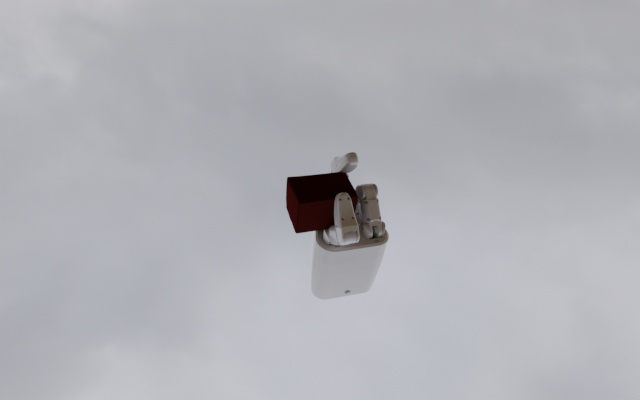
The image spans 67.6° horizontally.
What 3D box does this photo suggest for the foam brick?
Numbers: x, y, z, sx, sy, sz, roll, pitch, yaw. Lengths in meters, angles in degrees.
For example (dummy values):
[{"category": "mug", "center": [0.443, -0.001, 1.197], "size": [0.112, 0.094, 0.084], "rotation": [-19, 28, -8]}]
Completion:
[{"category": "foam brick", "center": [0.000, 0.002, 0.596], "size": [0.078, 0.051, 0.053], "rotation": [-6, 43, -17]}]
